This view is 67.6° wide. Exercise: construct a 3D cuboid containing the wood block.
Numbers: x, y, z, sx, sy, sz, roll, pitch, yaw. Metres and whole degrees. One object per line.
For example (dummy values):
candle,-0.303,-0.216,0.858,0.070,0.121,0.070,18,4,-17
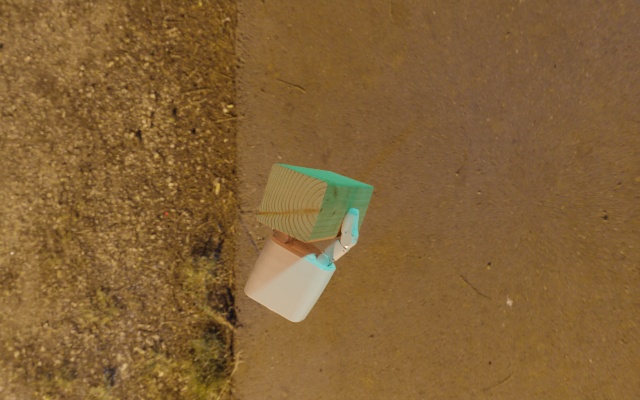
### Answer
wood block,0.000,0.003,0.750,0.091,0.090,0.206,22,9,22
